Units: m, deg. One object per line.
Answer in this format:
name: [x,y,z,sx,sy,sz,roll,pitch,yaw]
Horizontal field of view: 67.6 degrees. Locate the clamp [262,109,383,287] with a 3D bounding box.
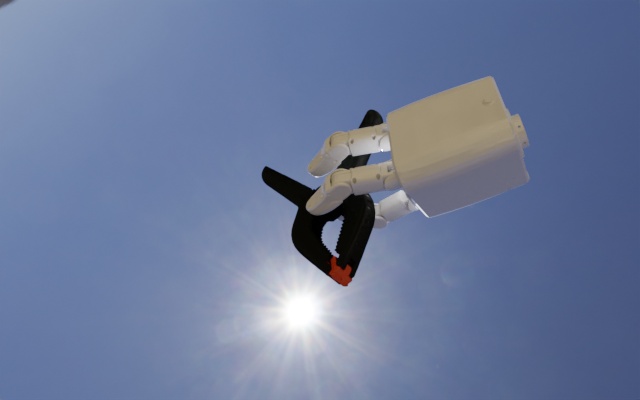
clamp: [0.001,0.002,0.519,0.164,0.209,0.036,-22,-45,23]
